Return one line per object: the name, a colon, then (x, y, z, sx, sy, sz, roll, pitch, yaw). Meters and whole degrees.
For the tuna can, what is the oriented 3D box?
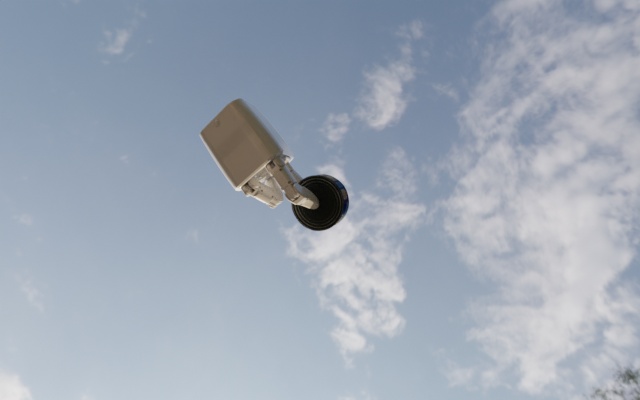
tuna can: (0.000, 0.002, 0.739, 0.086, 0.086, 0.034, 0, 7, 21)
